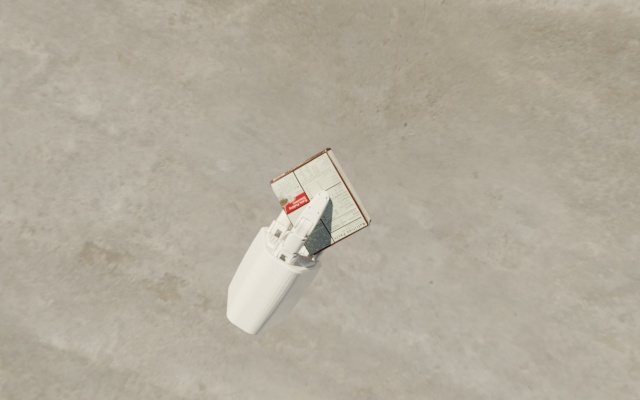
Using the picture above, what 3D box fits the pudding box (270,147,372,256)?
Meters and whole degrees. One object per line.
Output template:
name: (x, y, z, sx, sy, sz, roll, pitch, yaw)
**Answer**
pudding box: (0.000, 0.002, 0.616, 0.090, 0.113, 0.039, -29, 6, 12)
